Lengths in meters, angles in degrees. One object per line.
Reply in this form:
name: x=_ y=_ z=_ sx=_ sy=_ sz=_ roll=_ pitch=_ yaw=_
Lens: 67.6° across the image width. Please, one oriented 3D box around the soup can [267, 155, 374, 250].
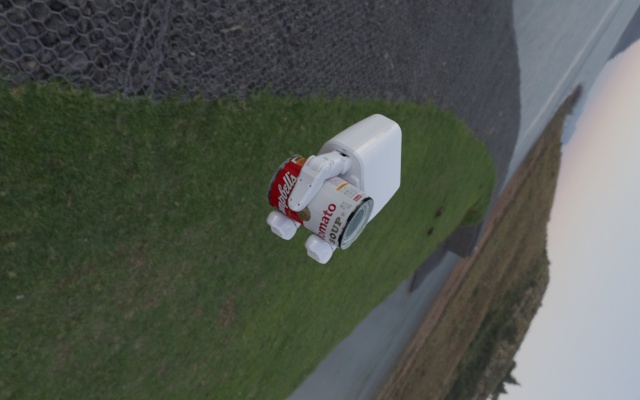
soup can: x=0.000 y=0.002 z=0.537 sx=0.102 sy=0.068 sz=0.068 roll=31 pitch=12 yaw=20
